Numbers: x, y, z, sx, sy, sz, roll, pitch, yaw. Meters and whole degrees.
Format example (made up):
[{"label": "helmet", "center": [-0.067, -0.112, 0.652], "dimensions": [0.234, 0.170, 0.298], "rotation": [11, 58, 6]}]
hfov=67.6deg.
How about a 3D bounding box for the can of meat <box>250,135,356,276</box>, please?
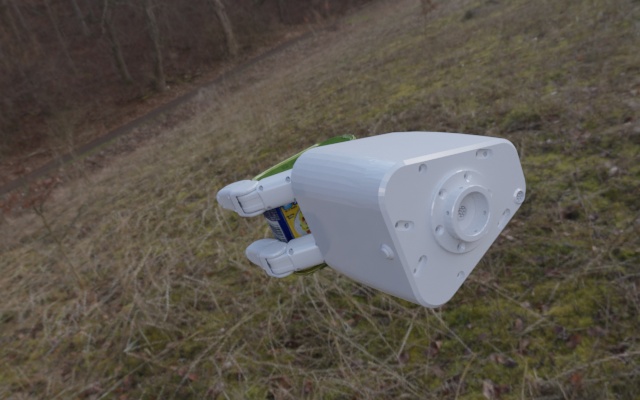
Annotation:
[{"label": "can of meat", "center": [0.000, 0.001, 0.412], "dimensions": [0.102, 0.084, 0.057], "rotation": [-30, 21, -17]}]
